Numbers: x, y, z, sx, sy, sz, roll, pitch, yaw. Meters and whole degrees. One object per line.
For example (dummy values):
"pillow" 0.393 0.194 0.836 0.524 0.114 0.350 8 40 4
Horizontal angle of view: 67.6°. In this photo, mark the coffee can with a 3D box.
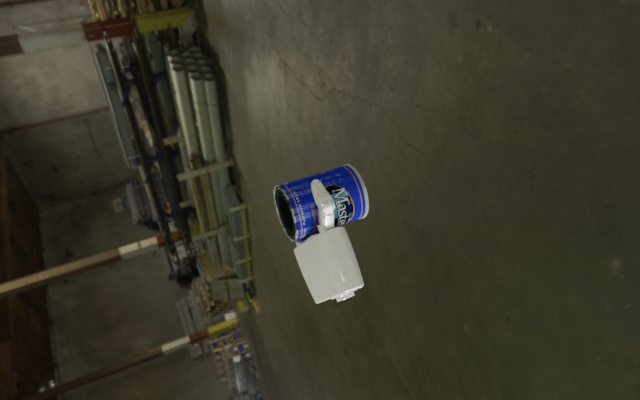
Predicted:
"coffee can" 0.000 0.003 0.846 0.140 0.103 0.103 -18 6 -19
